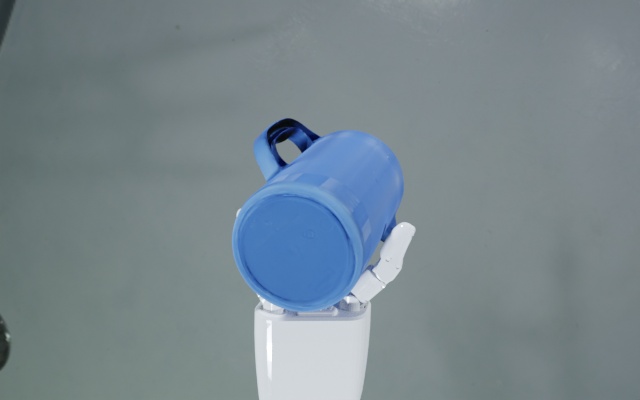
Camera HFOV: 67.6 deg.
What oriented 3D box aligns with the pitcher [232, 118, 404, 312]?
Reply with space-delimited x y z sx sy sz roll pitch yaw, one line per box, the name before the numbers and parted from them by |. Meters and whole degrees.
pitcher | 0.000 0.002 0.475 0.149 0.145 0.242 7 16 12
